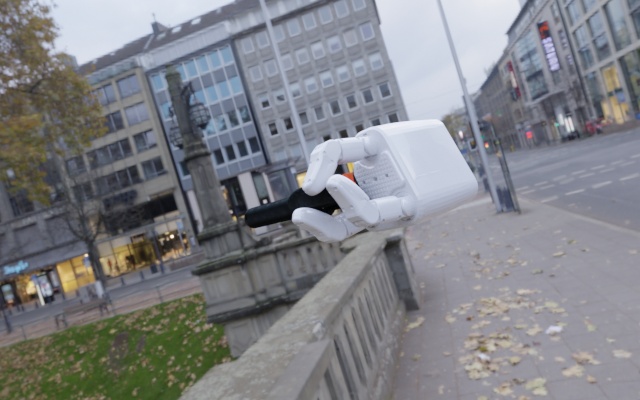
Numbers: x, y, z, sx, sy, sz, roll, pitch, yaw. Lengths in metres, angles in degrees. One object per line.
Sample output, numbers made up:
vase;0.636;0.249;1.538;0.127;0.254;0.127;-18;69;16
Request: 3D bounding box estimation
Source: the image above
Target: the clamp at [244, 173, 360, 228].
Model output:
clamp;0.000;0.001;0.544;0.120;0.039;0.171;-14;-1;-37
